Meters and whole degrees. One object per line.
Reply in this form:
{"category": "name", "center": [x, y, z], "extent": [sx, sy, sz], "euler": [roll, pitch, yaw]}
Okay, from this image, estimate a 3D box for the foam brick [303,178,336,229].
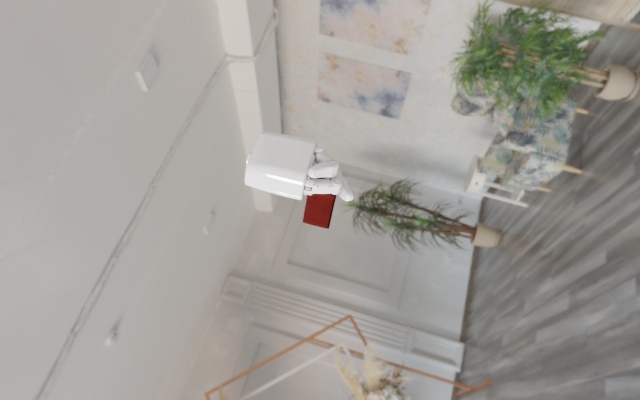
{"category": "foam brick", "center": [0.000, 0.003, 0.885], "extent": [0.051, 0.078, 0.053], "euler": [11, 35, 0]}
